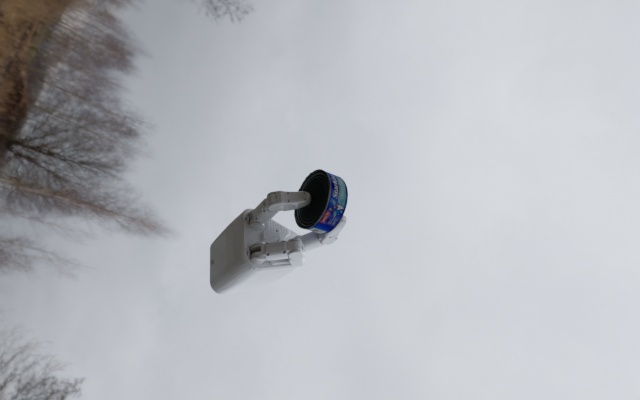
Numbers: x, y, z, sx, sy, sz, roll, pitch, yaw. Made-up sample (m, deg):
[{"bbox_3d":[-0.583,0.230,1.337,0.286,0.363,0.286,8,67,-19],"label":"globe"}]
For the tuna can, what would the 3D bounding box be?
[{"bbox_3d":[0.001,0.002,0.662,0.034,0.086,0.086,19,-10,-31],"label":"tuna can"}]
